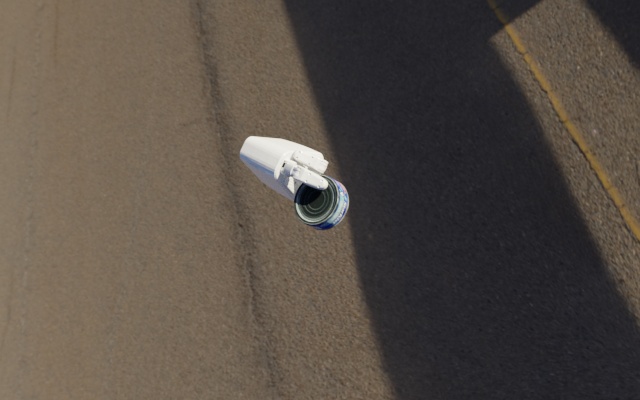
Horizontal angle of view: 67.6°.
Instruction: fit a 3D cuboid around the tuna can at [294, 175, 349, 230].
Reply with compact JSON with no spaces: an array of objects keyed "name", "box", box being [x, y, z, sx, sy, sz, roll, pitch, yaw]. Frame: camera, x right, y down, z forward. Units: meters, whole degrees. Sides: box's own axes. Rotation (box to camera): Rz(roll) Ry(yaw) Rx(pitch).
[{"name":"tuna can","box":[0.000,0.002,0.766,0.086,0.086,0.034,0,-15,31]}]
